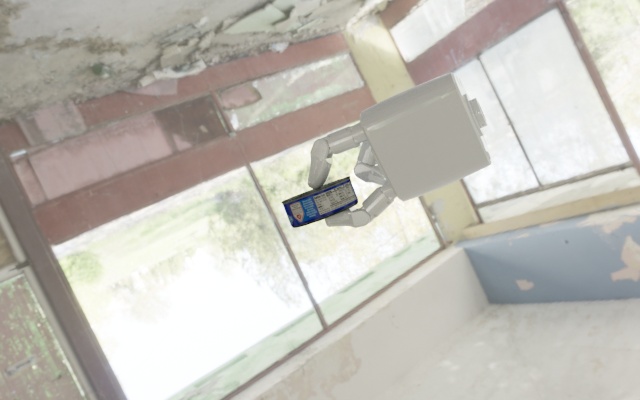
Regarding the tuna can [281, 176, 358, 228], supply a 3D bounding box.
[{"bbox_3d":[0.000,0.002,0.557,0.086,0.034,0.086,-21,3,1],"label":"tuna can"}]
